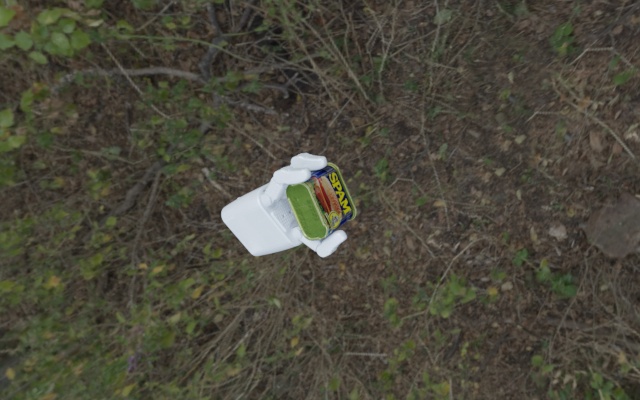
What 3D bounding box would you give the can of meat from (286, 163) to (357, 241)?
[{"bbox_3d":[0.000,0.003,0.749,0.057,0.102,0.084,-17,10,40],"label":"can of meat"}]
